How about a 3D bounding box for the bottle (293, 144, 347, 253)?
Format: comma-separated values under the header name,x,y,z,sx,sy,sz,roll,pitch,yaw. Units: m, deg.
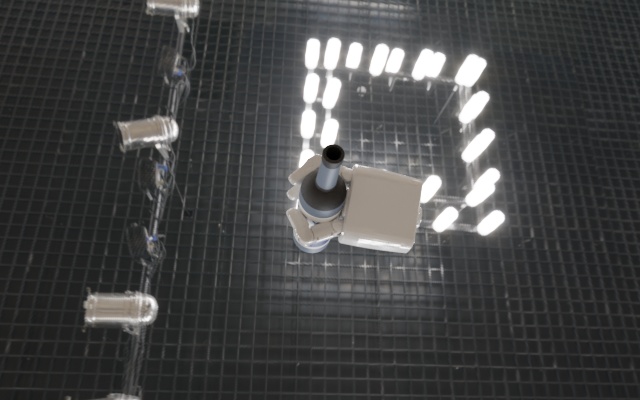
name,x,y,z,sx,sy,sz,roll,pitch,yaw
bottle,0.000,0.002,0.708,0.069,0.069,0.296,0,-24,-7
